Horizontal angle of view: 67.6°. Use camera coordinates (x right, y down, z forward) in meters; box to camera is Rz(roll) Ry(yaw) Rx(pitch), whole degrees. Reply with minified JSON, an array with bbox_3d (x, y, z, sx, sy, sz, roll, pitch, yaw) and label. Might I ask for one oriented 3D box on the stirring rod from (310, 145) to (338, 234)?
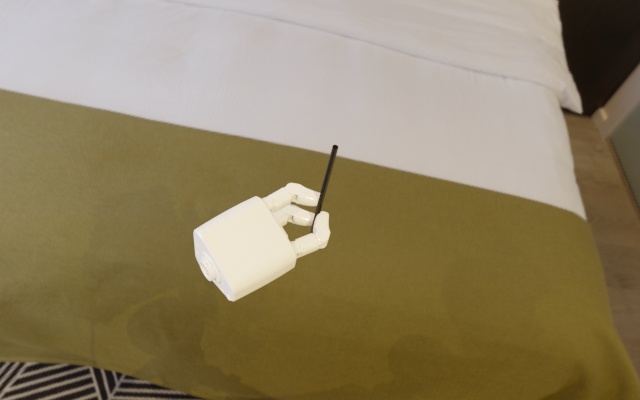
[{"bbox_3d":[0.000,0.002,0.717,0.011,0.011,0.240,0,-37,-12],"label":"stirring rod"}]
